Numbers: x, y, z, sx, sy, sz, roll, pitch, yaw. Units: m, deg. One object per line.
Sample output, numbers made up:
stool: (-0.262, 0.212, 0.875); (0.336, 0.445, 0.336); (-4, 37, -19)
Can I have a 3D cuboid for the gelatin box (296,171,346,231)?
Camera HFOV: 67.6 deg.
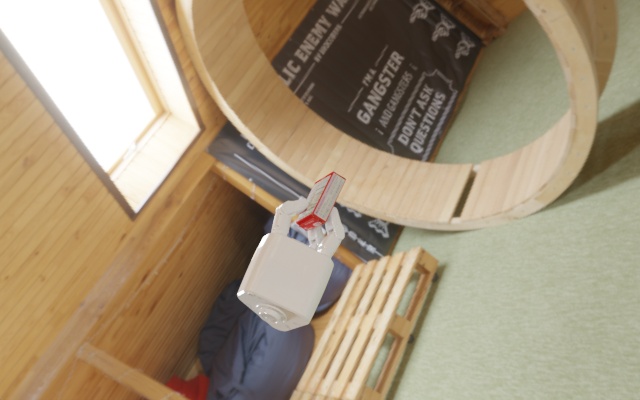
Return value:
gelatin box: (0.000, 0.002, 0.794); (0.030, 0.089, 0.073); (32, -24, -15)
